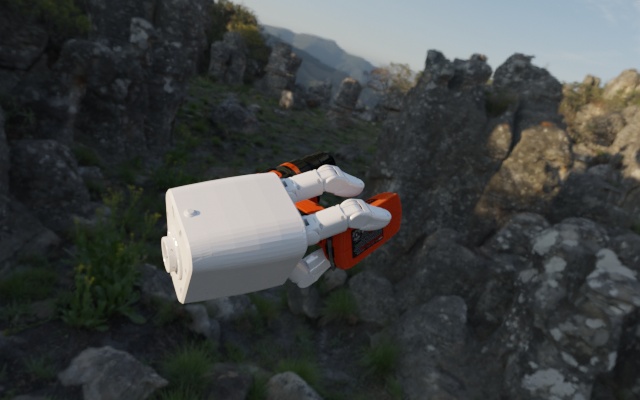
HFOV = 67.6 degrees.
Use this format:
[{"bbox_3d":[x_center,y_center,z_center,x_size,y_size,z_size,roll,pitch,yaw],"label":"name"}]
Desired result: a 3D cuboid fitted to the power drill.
[{"bbox_3d":[0.000,0.002,0.571,0.187,0.057,0.184,20,40,41],"label":"power drill"}]
